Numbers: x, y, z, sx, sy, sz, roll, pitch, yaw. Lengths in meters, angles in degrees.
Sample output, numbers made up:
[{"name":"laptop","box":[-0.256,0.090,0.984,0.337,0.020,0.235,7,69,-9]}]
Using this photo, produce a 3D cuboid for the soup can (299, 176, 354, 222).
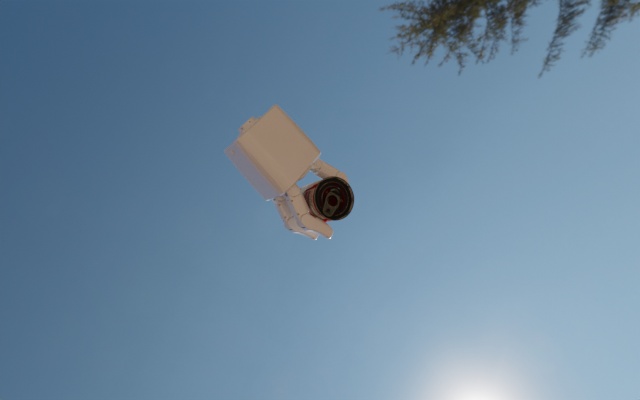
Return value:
[{"name":"soup can","box":[0.000,0.003,0.767,0.068,0.068,0.102,0,-7,-25]}]
